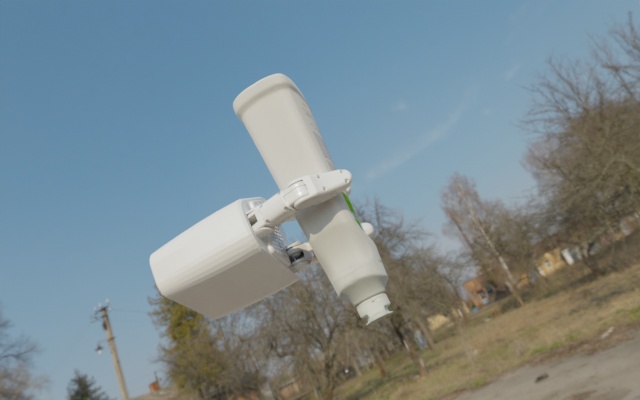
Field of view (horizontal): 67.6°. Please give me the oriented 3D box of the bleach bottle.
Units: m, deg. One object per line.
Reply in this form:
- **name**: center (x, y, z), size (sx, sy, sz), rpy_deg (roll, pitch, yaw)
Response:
- **bleach bottle**: center (0.000, 0.002, 0.474), size (0.068, 0.250, 0.102), rpy_deg (-30, -19, 10)
